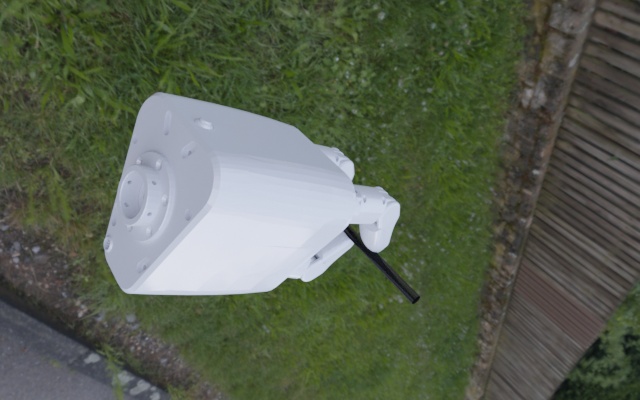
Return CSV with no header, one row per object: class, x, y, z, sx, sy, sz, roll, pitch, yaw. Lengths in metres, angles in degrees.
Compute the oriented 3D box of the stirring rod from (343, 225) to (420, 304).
stirring rod,0.000,0.001,0.414,0.011,0.011,0.239,0,36,-46
